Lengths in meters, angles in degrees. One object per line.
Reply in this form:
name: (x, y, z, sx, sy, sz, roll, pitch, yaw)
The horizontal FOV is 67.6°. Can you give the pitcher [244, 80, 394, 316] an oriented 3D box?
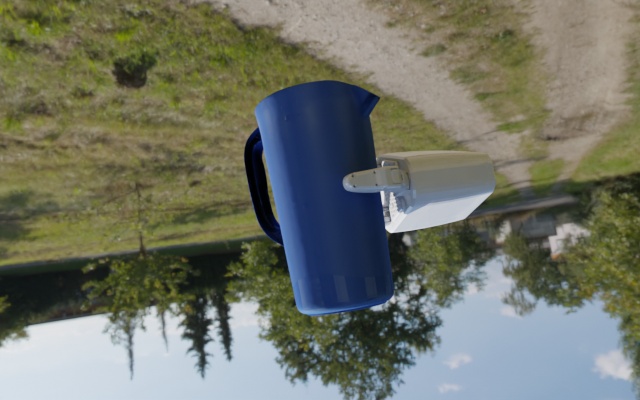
pitcher: (0.000, 0.002, 0.544, 0.145, 0.243, 0.149, -7, -9, -15)
